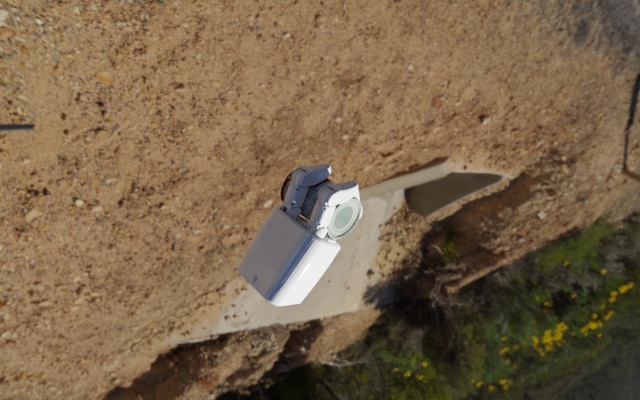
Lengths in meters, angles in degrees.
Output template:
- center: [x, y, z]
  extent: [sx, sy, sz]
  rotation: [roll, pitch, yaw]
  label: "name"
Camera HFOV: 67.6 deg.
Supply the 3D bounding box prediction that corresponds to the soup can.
- center: [0.001, 0.002, 0.682]
  extent: [0.068, 0.068, 0.102]
  rotation: [0, 28, -48]
  label: "soup can"
